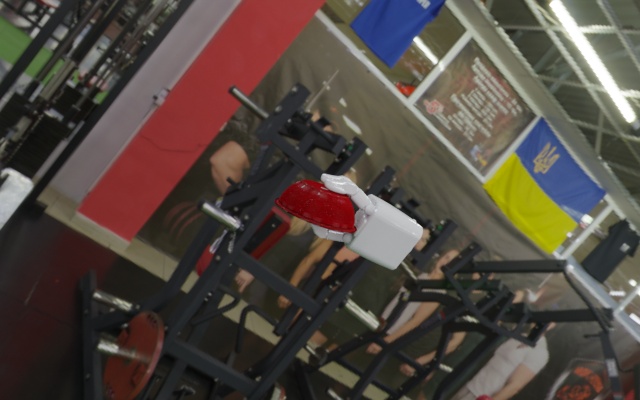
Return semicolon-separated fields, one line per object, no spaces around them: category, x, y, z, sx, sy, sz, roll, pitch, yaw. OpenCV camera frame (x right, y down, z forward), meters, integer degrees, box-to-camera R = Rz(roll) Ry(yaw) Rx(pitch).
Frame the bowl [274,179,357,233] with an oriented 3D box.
bowl;-0.001;0.002;0.872;0.162;0.055;0.162;19;10;-3
